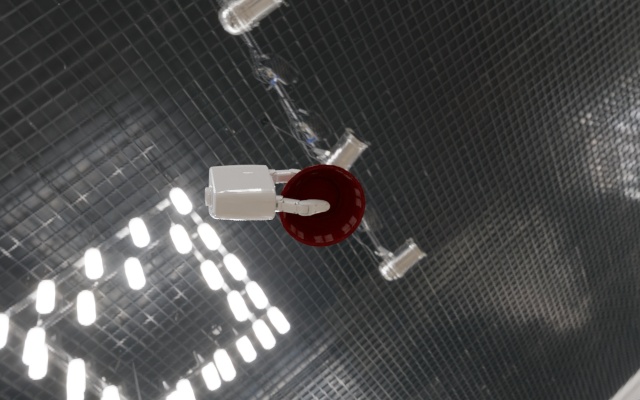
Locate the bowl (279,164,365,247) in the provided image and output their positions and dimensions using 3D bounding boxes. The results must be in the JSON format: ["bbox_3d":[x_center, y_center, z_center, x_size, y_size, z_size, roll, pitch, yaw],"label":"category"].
[{"bbox_3d":[0.001,0.003,0.896,0.162,0.162,0.055,0,20,-9],"label":"bowl"}]
